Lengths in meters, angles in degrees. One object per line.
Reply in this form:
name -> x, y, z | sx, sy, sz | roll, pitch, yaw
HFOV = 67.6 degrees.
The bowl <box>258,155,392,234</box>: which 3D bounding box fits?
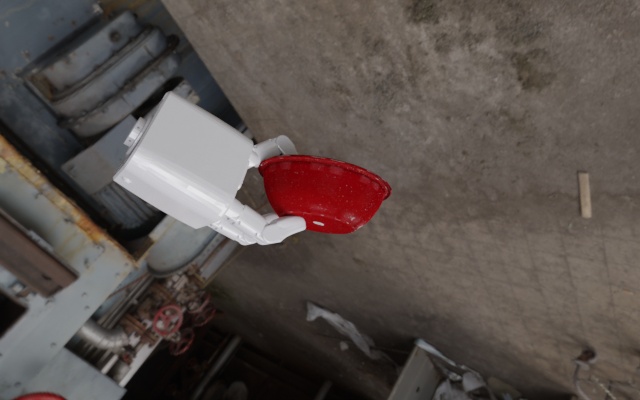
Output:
bowl -> 0.001, 0.003, 0.565 | 0.162, 0.055, 0.162 | 10, -15, 3
